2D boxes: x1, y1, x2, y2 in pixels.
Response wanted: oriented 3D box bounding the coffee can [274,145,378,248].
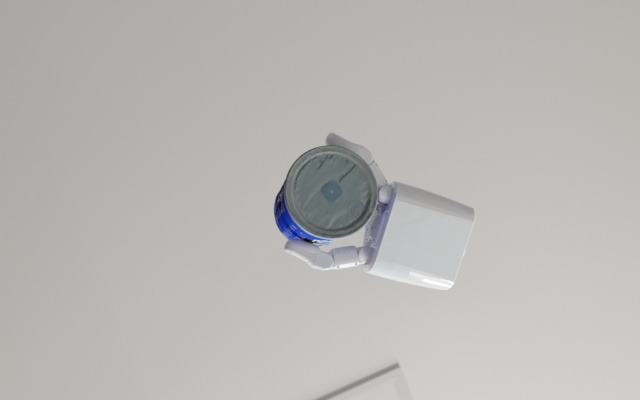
[{"bbox_3d":[0.000,0.002,0.577,0.103,0.103,0.140,0,-10,-10],"label":"coffee can"}]
